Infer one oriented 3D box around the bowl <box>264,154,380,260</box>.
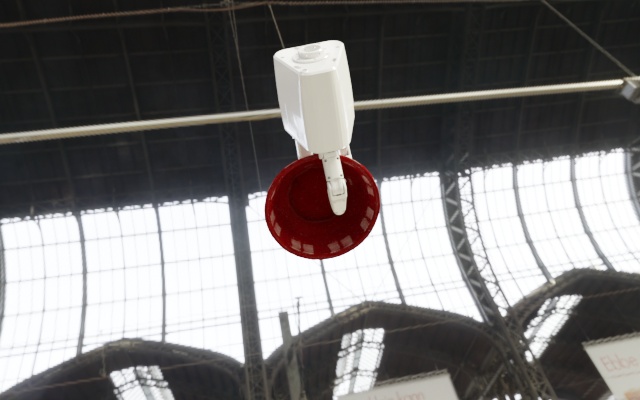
[{"bbox_3d":[0.000,0.003,0.680,0.162,0.162,0.055,0,23,-9],"label":"bowl"}]
